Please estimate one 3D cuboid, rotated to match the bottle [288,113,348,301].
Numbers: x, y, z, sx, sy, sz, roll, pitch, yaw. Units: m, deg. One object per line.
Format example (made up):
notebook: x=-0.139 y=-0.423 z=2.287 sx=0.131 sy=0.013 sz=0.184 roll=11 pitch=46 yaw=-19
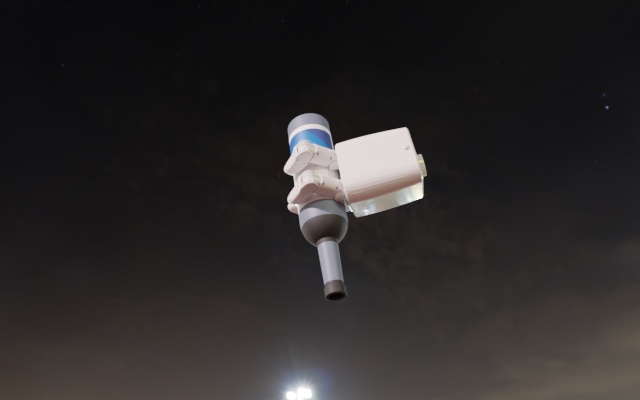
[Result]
bottle: x=0.000 y=0.002 z=0.681 sx=0.069 sy=0.295 sz=0.069 roll=-6 pitch=-36 yaw=-4
